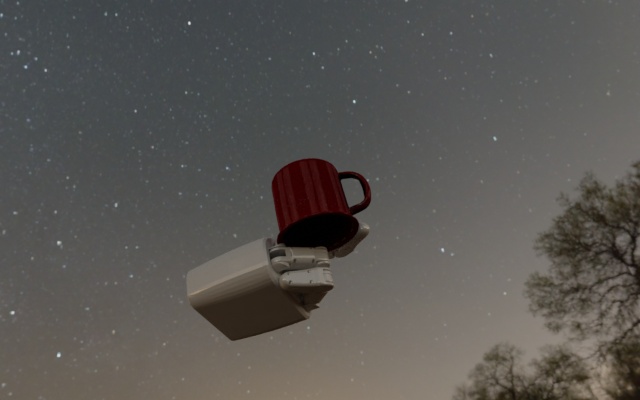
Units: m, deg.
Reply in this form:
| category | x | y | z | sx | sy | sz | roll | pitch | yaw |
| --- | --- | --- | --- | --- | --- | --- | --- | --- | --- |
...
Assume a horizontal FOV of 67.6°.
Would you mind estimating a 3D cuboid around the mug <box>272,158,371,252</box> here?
| category | x | y | z | sx | sy | sz | roll | pitch | yaw |
| --- | --- | --- | --- | --- | --- | --- | --- | --- | --- |
| mug | 0.001 | 0.001 | 0.545 | 0.117 | 0.081 | 0.093 | -21 | -33 | 10 |
